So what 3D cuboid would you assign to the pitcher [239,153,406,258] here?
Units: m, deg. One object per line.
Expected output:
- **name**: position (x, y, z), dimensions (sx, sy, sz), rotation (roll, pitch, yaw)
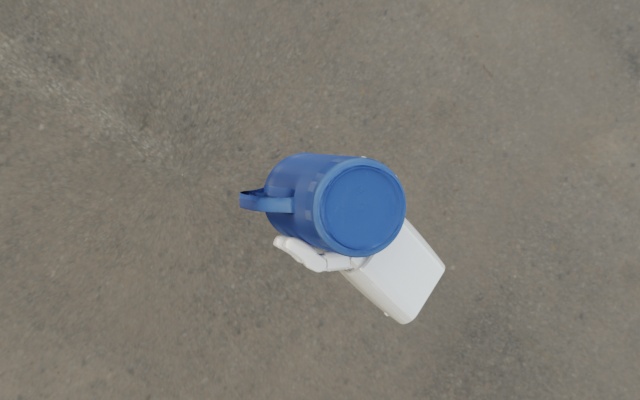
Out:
- **pitcher**: position (0.000, 0.002, 0.611), dimensions (0.149, 0.145, 0.243), rotation (-45, 14, -9)
